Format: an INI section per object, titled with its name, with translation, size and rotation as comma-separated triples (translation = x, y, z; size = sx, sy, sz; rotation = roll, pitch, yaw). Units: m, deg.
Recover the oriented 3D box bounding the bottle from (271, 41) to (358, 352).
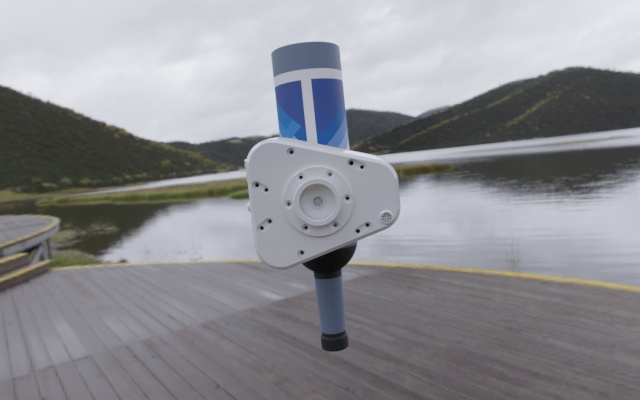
[bottle]
translation = 0.000, 0.001, 0.471
size = 0.069, 0.296, 0.069
rotation = -6, 4, 0
